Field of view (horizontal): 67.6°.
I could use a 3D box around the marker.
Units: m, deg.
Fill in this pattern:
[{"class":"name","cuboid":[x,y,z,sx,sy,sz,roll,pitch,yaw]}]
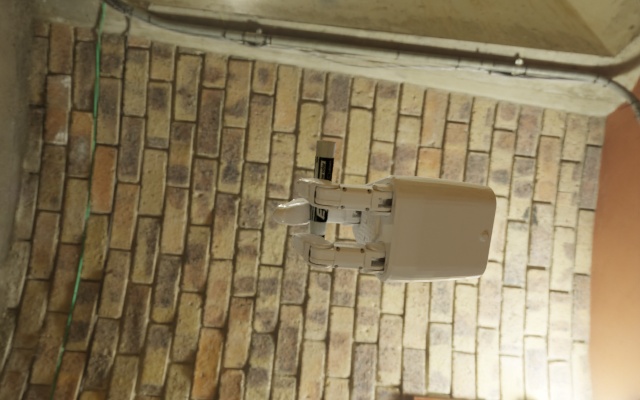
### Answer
[{"class":"marker","cuboid":[0.000,0.002,0.471,0.020,0.121,0.020,5,11,-1]}]
